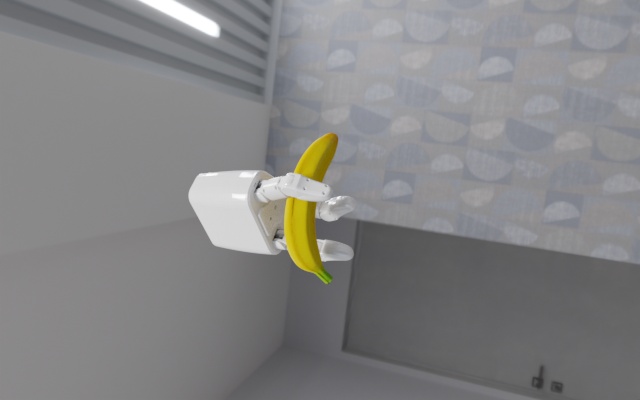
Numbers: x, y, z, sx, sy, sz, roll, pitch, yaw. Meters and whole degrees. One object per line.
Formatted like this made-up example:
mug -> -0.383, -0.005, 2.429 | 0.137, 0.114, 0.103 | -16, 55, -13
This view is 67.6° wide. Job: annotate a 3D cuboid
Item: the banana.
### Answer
banana -> -0.012, 0.001, 0.597 | 0.037, 0.197, 0.070 | -7, -16, 41
